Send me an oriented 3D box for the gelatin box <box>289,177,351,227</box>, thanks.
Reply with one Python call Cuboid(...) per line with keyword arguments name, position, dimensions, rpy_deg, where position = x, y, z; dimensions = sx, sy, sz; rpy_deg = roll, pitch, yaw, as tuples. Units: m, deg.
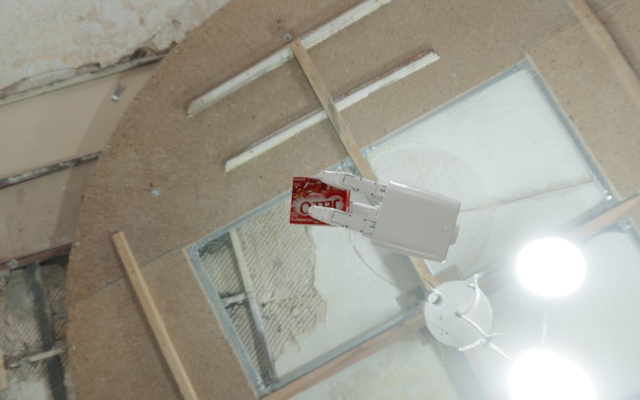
Cuboid(name="gelatin box", position=(0.000, 0.002, 0.728), dimensions=(0.089, 0.073, 0.030), rpy_deg=(2, -8, 15))
